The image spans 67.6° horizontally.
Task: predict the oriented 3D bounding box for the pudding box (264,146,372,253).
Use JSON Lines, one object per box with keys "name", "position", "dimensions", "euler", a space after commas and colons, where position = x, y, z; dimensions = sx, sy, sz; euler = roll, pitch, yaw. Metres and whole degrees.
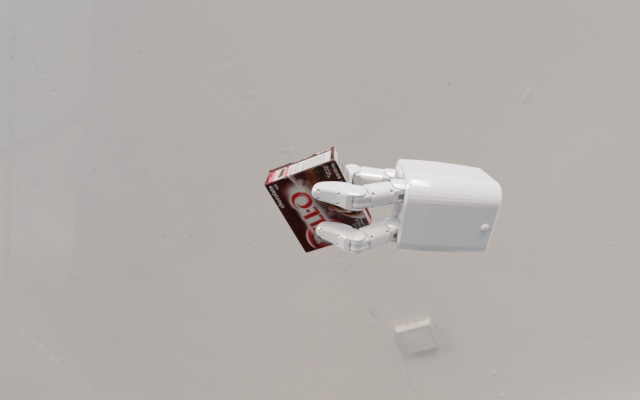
{"name": "pudding box", "position": [0.000, 0.002, 0.567], "dimensions": [0.090, 0.113, 0.039], "euler": [-19, 28, 17]}
